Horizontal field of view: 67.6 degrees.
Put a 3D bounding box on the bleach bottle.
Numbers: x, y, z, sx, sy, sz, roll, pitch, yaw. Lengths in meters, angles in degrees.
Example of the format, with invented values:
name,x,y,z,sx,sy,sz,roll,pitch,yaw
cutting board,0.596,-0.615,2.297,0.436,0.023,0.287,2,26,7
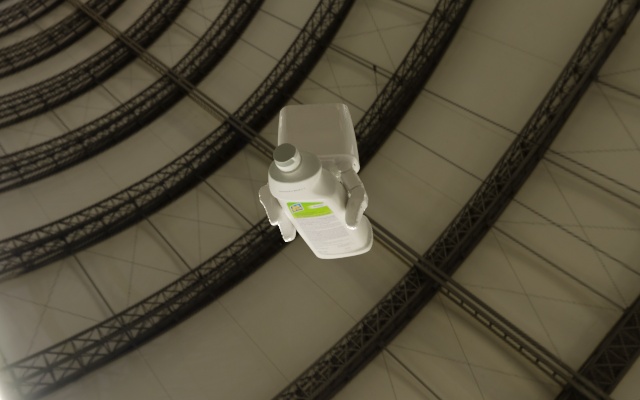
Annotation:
name,x,y,z,sx,sy,sz,roll,pitch,yaw
bleach bottle,0.000,0.002,0.668,0.102,0.068,0.251,-12,-32,12
